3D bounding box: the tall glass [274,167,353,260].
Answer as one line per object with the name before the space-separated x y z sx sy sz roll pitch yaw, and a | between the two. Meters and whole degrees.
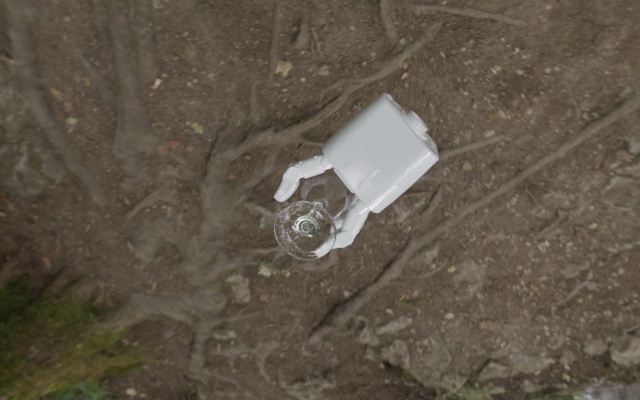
tall glass | 0.000 0.002 0.644 0.079 0.079 0.201 0 20 11
